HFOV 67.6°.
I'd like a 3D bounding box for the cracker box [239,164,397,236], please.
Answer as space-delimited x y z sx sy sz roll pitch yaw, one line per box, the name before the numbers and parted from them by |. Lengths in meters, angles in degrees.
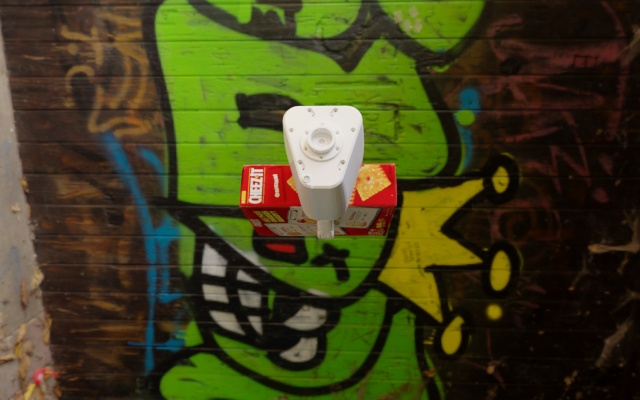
cracker box | 0.000 0.003 0.724 0.214 0.072 0.164 0 -18 3
